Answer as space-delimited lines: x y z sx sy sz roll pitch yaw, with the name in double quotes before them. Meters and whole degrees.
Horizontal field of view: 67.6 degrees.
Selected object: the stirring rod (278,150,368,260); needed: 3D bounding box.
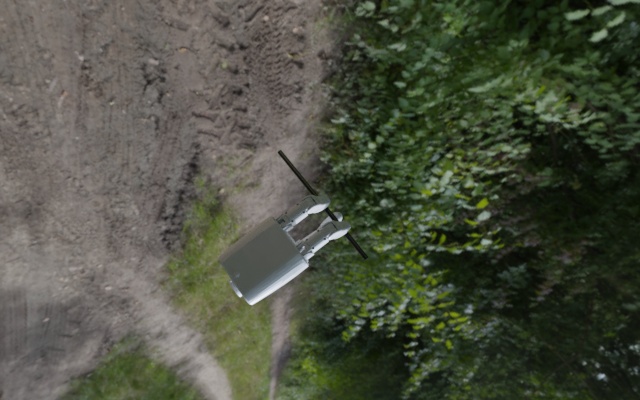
"stirring rod" 0.000 0.003 0.786 0.011 0.239 0.011 -34 -21 -15
